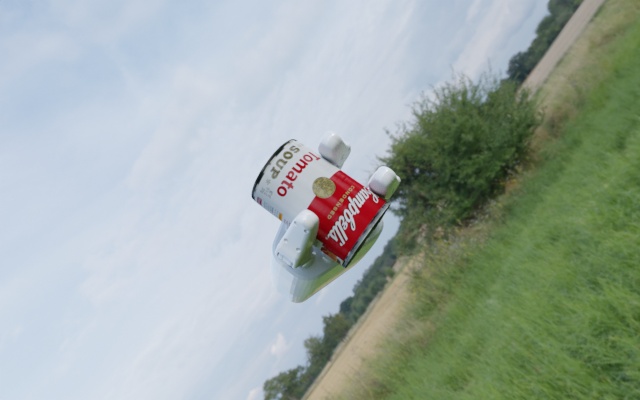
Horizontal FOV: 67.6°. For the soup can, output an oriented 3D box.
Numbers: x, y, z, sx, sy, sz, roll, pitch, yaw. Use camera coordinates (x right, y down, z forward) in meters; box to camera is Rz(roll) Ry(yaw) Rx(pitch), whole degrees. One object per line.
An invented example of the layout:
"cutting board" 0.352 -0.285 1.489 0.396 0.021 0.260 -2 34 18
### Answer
"soup can" 0.000 0.001 0.414 0.102 0.068 0.068 36 6 9
